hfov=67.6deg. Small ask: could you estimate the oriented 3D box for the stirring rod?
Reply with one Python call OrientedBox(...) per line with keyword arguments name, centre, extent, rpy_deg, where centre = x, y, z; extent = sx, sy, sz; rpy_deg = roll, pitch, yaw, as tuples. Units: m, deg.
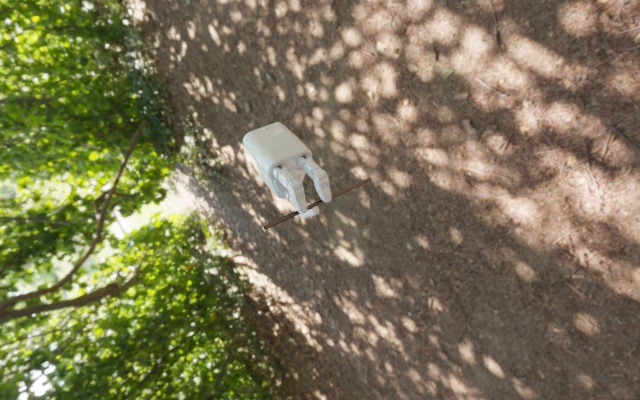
OrientedBox(name="stirring rod", centre=(0.000, 0.003, 0.887), extent=(0.239, 0.011, 0.011), rpy_deg=(-25, 11, -26))
